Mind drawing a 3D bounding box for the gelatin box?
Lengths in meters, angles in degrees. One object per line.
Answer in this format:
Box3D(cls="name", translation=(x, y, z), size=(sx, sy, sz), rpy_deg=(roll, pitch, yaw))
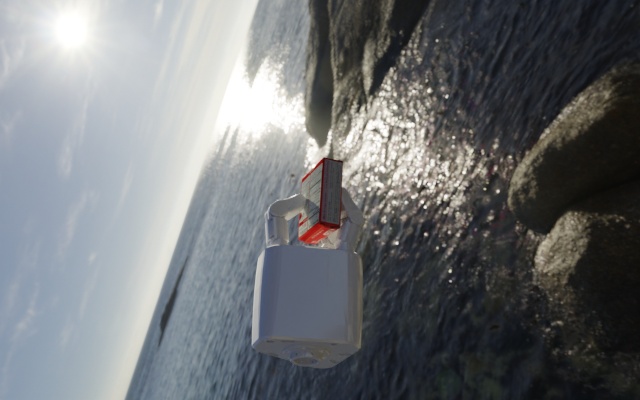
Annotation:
Box3D(cls="gelatin box", translation=(0.000, 0.002, 0.590), size=(0.030, 0.089, 0.073), rpy_deg=(11, -24, -20))
